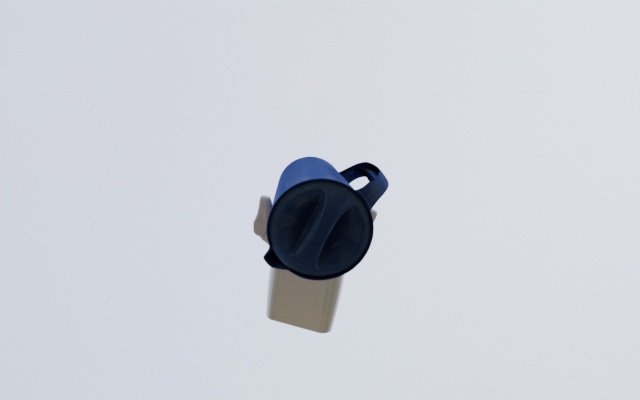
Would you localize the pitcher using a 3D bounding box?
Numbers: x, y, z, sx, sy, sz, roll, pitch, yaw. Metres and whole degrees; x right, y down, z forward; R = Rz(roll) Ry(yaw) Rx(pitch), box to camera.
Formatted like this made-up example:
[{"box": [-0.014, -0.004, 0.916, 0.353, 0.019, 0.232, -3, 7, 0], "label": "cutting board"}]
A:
[{"box": [0.000, 0.002, 0.697, 0.149, 0.145, 0.242, 7, 15, -7], "label": "pitcher"}]
